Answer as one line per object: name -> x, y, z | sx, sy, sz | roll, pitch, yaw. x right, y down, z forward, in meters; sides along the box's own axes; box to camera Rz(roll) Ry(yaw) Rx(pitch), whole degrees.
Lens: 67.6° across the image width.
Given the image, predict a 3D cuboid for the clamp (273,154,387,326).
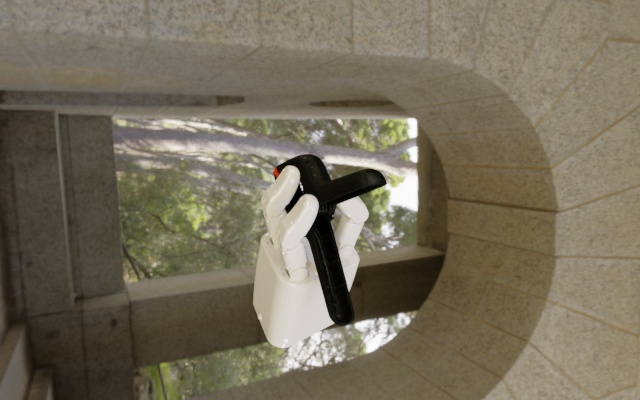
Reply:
clamp -> 0.001, 0.002, 0.506 | 0.036, 0.165, 0.210 | -2, 35, -27
